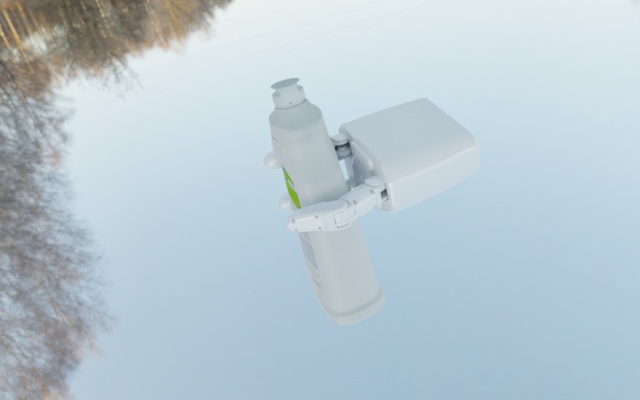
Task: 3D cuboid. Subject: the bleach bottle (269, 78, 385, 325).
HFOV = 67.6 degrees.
[{"bbox_3d":[0.000,0.002,0.491,0.068,0.251,0.102,-23,29,-14],"label":"bleach bottle"}]
